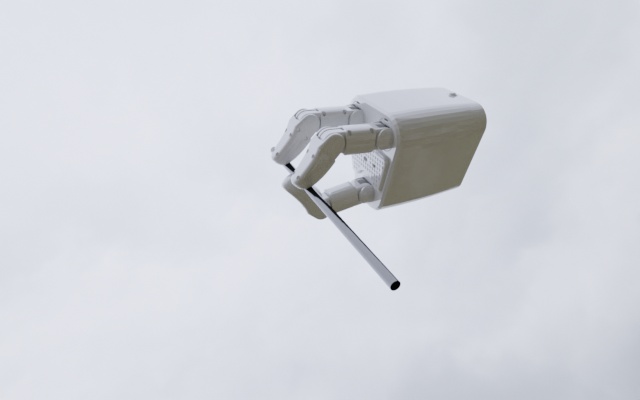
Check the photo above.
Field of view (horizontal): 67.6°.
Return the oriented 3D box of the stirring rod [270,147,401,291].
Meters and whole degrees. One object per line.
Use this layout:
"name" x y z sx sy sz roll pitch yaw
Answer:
"stirring rod" 0.000 0.001 0.406 0.011 0.011 0.239 0 27 -27
